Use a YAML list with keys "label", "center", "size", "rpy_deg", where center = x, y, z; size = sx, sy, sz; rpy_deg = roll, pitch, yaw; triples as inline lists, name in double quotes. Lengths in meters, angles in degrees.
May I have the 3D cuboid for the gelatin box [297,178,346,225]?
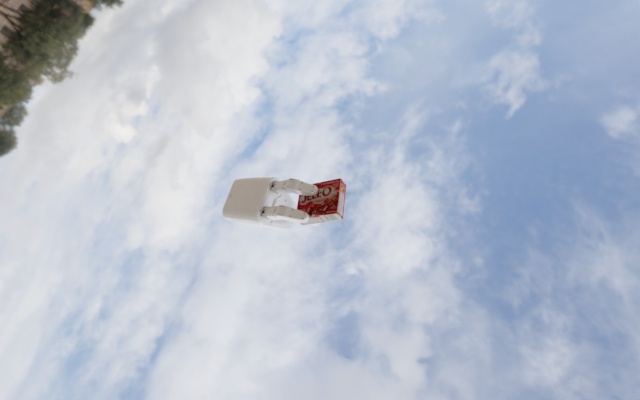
- label: "gelatin box"
  center: [0.001, 0.003, 0.874]
  size: [0.089, 0.073, 0.030]
  rpy_deg: [-9, -33, 28]
